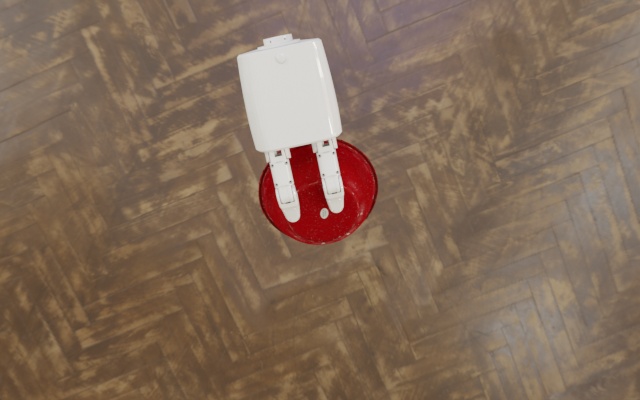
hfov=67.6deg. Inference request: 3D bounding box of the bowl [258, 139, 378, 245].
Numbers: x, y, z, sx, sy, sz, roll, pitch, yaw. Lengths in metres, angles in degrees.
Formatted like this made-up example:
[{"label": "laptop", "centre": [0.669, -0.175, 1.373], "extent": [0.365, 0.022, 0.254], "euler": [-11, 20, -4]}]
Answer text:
[{"label": "bowl", "centre": [0.001, 0.003, 0.620], "extent": [0.162, 0.162, 0.055], "euler": [0, 31, -7]}]
